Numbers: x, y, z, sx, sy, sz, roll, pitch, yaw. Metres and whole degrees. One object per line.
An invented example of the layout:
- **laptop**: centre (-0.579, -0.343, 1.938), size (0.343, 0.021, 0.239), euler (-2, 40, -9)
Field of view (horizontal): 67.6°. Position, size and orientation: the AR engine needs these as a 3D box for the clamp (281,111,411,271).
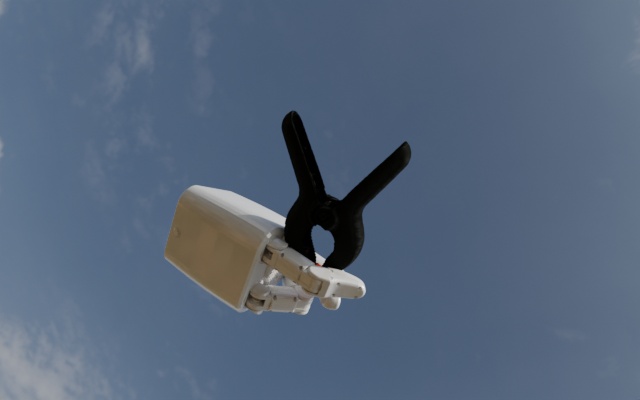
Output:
- **clamp**: centre (0.000, 0.002, 0.452), size (0.120, 0.171, 0.039), euler (28, 22, 17)
